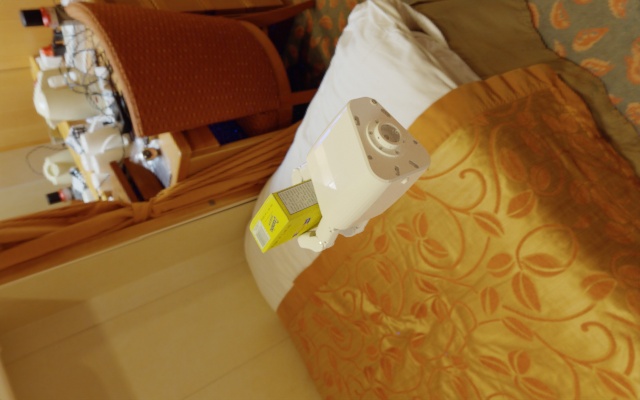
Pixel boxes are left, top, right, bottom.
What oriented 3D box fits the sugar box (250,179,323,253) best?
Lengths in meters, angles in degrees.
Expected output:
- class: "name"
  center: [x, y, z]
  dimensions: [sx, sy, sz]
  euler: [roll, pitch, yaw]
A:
- class: "sugar box"
  center: [0.000, 0.002, 0.624]
  dimensions: [0.176, 0.048, 0.093]
  euler: [-21, -18, -36]
